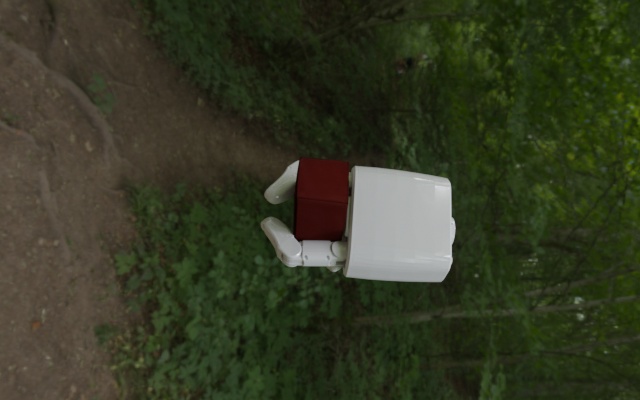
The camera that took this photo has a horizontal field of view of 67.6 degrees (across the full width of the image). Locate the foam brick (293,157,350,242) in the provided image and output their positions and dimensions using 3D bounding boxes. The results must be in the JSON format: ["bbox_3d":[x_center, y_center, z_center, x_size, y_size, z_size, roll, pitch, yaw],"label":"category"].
[{"bbox_3d":[0.000,0.001,0.483,0.051,0.053,0.078,5,-36,-1],"label":"foam brick"}]
